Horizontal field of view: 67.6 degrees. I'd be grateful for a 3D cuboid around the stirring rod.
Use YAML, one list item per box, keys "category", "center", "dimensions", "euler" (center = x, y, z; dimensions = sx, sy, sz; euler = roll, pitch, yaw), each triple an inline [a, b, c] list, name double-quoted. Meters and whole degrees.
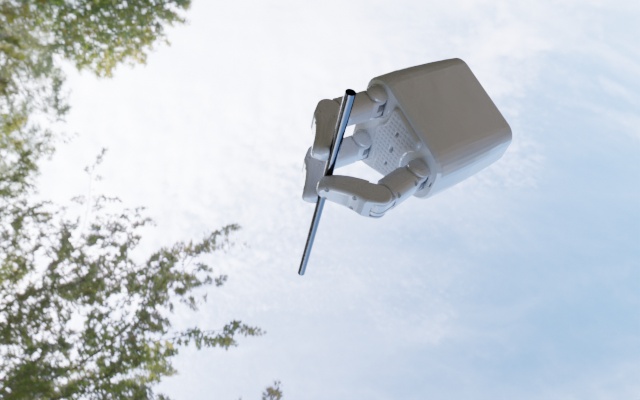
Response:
- category: "stirring rod"
  center: [0.000, 0.001, 0.418]
  dimensions: [0.011, 0.011, 0.240]
  euler: [0, -39, -13]
